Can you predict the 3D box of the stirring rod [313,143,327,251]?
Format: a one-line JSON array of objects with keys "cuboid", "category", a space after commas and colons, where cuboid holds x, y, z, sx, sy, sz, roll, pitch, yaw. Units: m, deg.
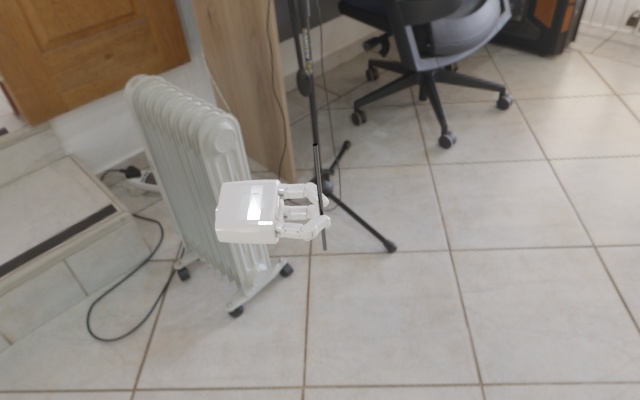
[{"cuboid": [0.000, 0.003, 0.825, 0.011, 0.240, 0.011, -3, 42, 3], "category": "stirring rod"}]
